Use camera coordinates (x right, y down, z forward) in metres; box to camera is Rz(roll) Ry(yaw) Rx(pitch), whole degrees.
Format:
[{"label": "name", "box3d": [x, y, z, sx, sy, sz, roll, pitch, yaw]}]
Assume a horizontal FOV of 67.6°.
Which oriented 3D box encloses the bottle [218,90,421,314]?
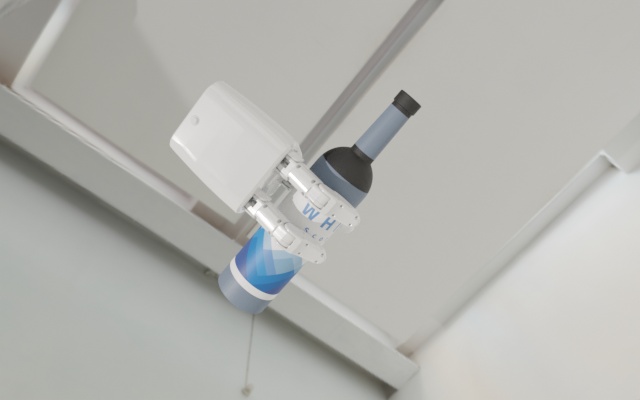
[{"label": "bottle", "box3d": [0.000, 0.002, 0.527, 0.069, 0.296, 0.069, 38, 15, -12]}]
